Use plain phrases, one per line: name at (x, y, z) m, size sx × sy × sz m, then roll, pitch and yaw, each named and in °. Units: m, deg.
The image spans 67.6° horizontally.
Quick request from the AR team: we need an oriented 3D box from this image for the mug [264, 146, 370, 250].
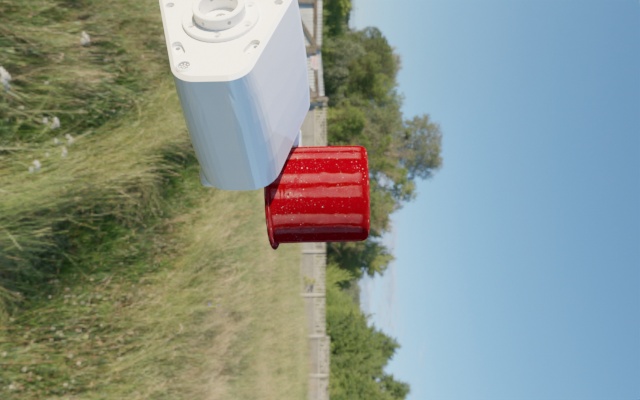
mug at (0.000, 0.002, 0.419) m, size 0.081 × 0.093 × 0.117 m, roll -1°, pitch -33°, yaw 3°
